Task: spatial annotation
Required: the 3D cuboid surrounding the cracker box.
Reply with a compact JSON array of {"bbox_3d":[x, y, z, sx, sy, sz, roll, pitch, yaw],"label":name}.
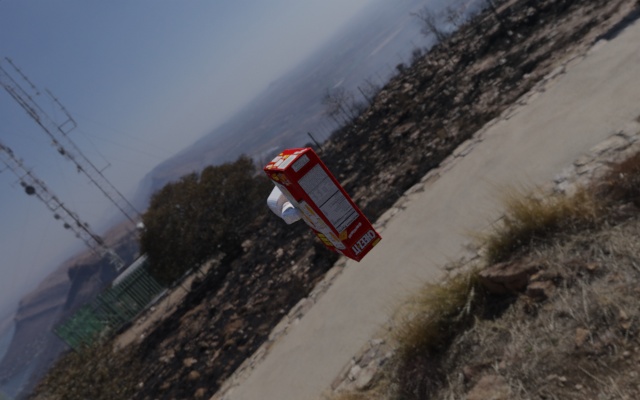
[{"bbox_3d":[0.000,0.003,0.885,0.072,0.214,0.164,-43,15,-11],"label":"cracker box"}]
